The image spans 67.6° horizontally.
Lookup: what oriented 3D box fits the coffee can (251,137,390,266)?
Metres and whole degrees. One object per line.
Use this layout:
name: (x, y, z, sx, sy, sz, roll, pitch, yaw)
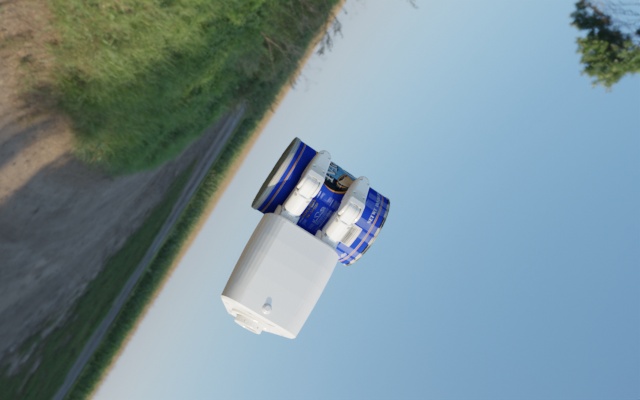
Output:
coffee can: (0.000, 0.002, 0.595, 0.140, 0.103, 0.103, 33, -7, -10)
